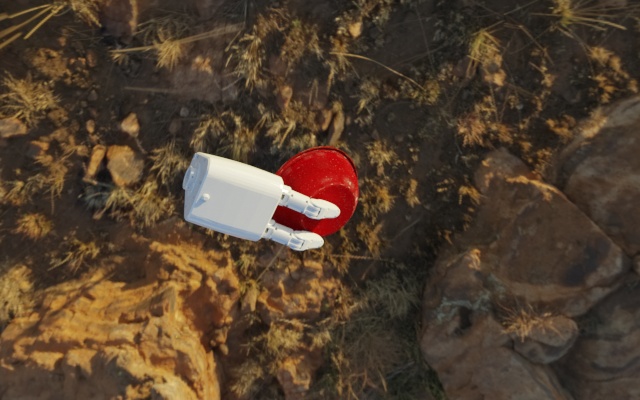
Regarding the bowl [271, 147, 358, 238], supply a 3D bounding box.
[{"bbox_3d":[0.001,0.003,0.726,0.162,0.162,0.055,0,30,-33],"label":"bowl"}]
